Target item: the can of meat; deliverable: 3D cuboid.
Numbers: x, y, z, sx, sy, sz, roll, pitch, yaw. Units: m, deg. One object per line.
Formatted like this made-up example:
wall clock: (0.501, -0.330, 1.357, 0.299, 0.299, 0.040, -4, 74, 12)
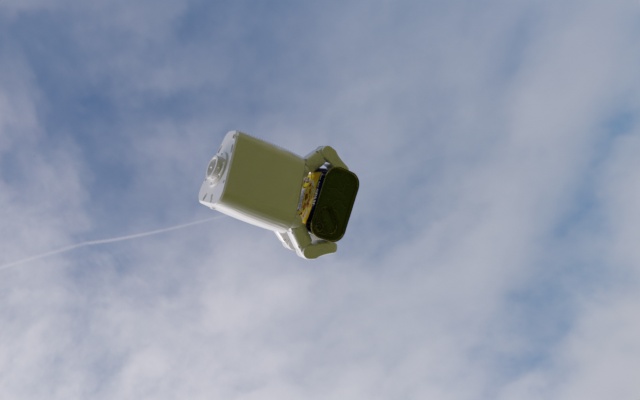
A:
can of meat: (0.000, 0.002, 0.687, 0.057, 0.102, 0.084, 20, -6, -31)
